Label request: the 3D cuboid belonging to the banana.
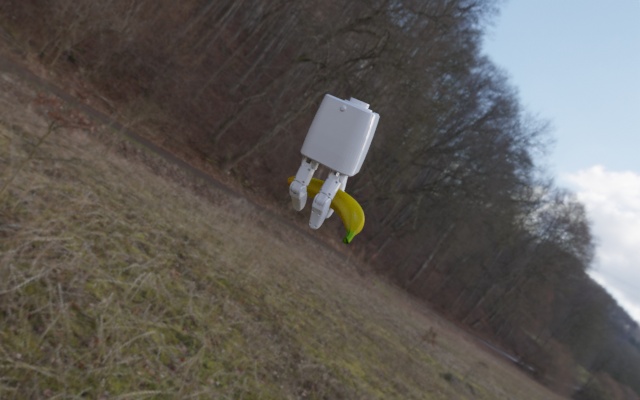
[{"bbox_3d":[0.017,0.002,0.815,0.069,0.037,0.197,-9,34,-33],"label":"banana"}]
